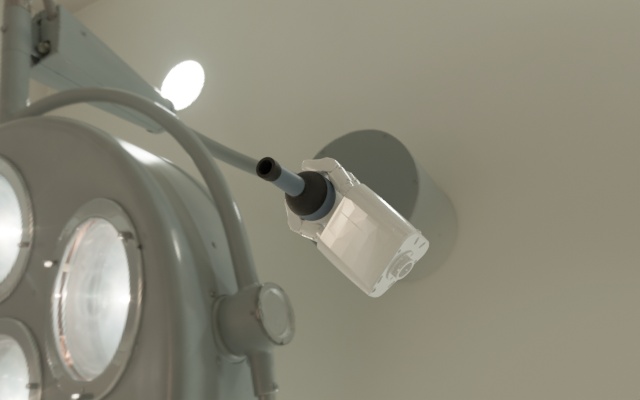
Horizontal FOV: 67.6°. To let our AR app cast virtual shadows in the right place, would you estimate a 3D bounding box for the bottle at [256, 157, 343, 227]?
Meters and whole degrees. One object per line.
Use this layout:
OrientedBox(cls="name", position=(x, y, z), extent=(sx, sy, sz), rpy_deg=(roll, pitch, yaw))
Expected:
OrientedBox(cls="bottle", position=(0.000, 0.002, 0.695), extent=(0.069, 0.069, 0.296), rpy_deg=(0, -17, 28))
